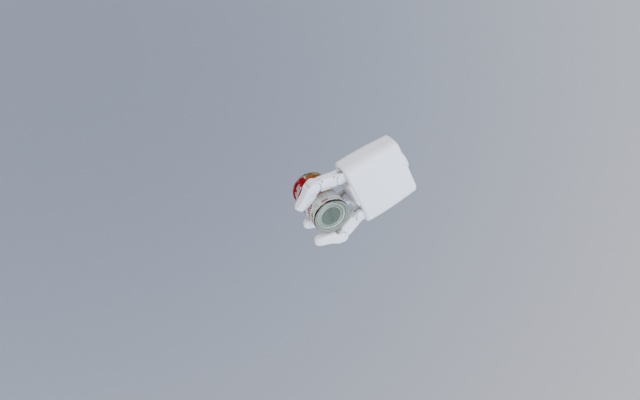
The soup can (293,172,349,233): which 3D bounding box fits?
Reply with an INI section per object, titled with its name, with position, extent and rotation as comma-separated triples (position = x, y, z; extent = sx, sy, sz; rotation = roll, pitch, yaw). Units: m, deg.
[soup can]
position = 0.000, 0.003, 0.848
extent = 0.068, 0.068, 0.102
rotation = 0, 30, -28
